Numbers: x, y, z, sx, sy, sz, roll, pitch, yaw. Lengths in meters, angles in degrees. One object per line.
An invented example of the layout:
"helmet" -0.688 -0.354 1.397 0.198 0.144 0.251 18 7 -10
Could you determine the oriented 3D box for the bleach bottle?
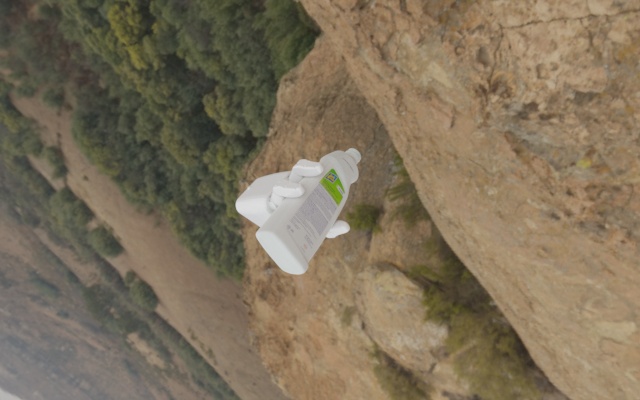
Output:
"bleach bottle" 0.000 0.003 0.829 0.068 0.103 0.250 -5 37 49
